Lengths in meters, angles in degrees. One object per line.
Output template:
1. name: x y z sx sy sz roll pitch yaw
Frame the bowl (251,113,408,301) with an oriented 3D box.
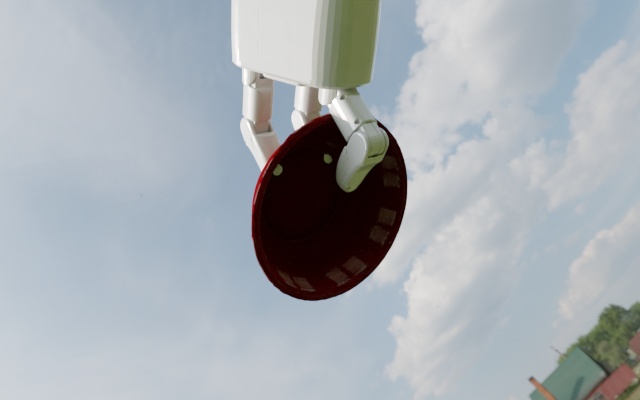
1. bowl: 0.000 0.003 0.413 0.162 0.162 0.055 0 14 -38
